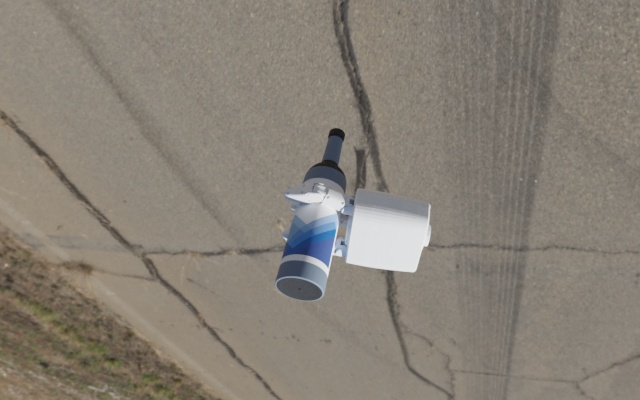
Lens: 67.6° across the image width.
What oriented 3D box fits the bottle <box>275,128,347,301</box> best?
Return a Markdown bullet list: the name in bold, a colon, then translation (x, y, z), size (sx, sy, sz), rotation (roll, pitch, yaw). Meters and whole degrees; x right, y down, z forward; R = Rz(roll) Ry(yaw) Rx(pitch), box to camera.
- **bottle**: translation (0.000, 0.003, 0.714), size (0.069, 0.295, 0.069), rotation (9, -37, 7)
